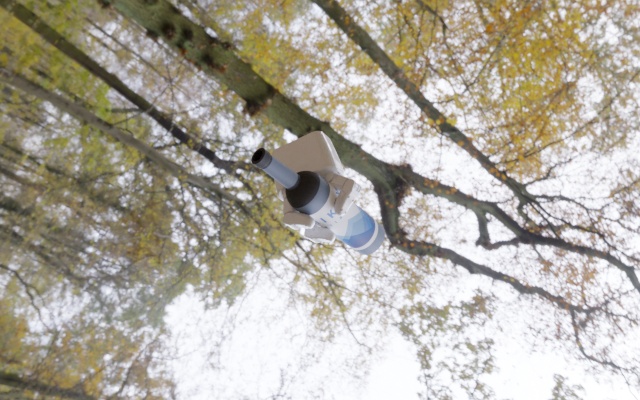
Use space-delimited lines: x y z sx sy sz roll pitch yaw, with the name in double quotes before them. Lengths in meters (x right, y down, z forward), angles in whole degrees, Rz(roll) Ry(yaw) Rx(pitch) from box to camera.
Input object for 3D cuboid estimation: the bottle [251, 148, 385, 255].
"bottle" 0.000 0.003 0.778 0.069 0.069 0.296 0 -27 43
